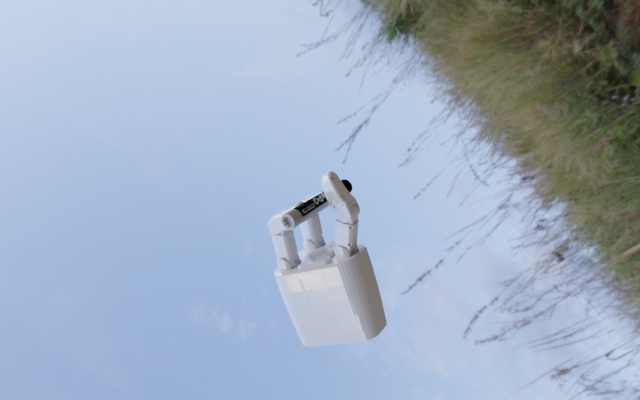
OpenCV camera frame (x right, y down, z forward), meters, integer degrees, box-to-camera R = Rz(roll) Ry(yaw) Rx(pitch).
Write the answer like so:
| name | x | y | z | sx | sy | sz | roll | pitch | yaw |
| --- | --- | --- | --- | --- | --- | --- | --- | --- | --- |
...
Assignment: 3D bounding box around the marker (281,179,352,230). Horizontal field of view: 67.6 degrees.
| name | x | y | z | sx | sy | sz | roll | pitch | yaw |
| --- | --- | --- | --- | --- | --- | --- | --- | --- | --- |
| marker | 0.000 | 0.002 | 0.547 | 0.020 | 0.020 | 0.121 | 0 | 20 | 38 |
